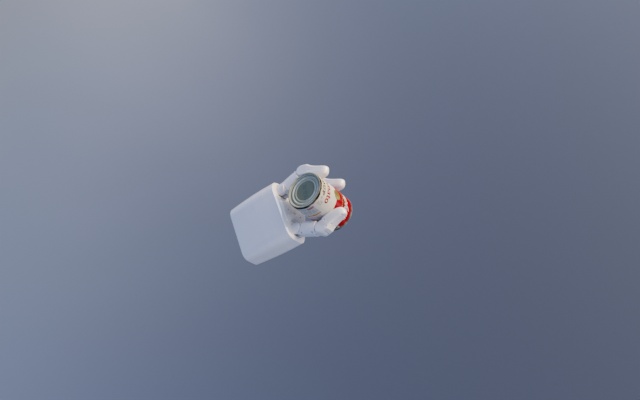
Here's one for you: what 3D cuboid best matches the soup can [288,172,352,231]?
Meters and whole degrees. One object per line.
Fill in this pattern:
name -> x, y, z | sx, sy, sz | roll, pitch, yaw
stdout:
soup can -> 0.000, 0.002, 0.817 | 0.068, 0.068, 0.102 | 0, -24, 36
